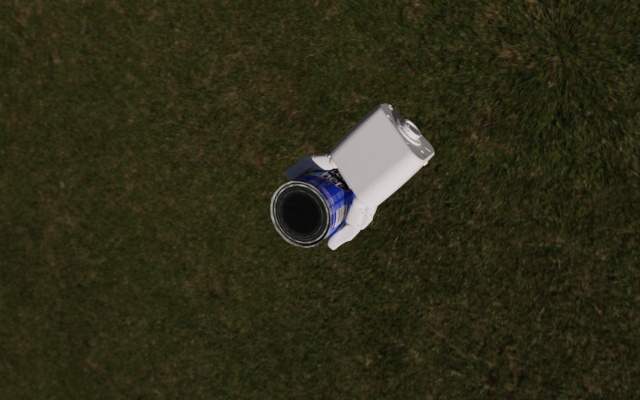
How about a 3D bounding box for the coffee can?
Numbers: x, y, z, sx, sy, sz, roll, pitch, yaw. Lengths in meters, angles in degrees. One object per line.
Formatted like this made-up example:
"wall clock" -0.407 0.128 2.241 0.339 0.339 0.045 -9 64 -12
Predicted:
"coffee can" 0.000 0.002 0.758 0.103 0.103 0.140 0 15 27
